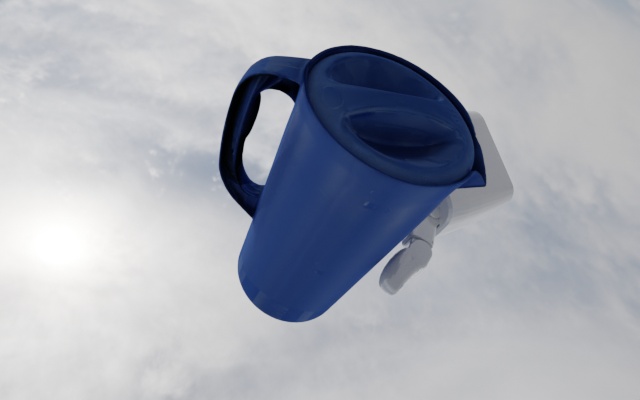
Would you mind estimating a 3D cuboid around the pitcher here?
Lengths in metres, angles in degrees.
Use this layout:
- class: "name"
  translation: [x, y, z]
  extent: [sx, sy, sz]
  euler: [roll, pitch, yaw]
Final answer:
- class: "pitcher"
  translation: [0.000, 0.001, 0.400]
  extent: [0.145, 0.149, 0.243]
  euler: [-15, -29, -35]
